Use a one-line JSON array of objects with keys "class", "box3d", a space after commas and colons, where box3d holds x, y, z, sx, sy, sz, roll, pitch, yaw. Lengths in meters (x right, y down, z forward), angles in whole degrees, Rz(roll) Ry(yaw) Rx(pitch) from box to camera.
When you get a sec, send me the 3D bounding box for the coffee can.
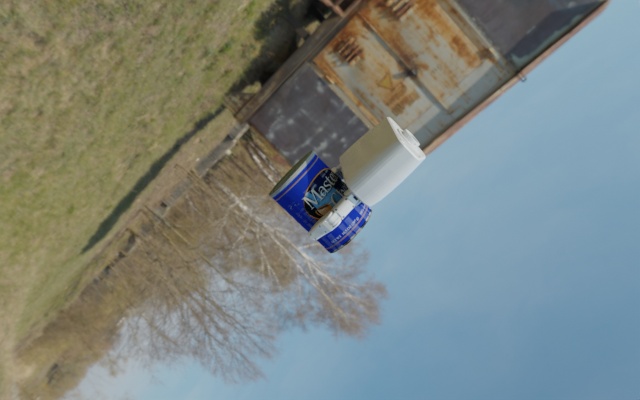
[{"class": "coffee can", "box3d": [0.000, 0.003, 0.788, 0.140, 0.103, 0.103, 44, -9, -9]}]
